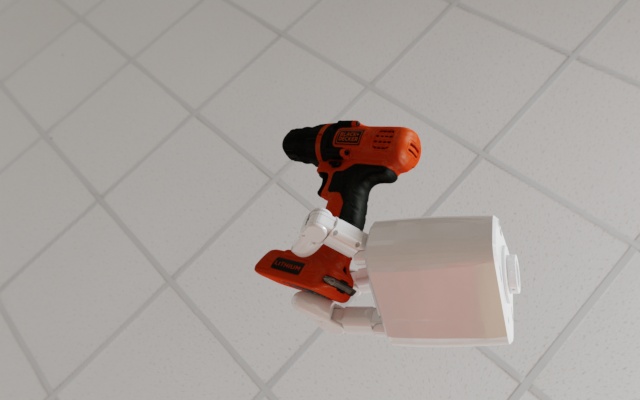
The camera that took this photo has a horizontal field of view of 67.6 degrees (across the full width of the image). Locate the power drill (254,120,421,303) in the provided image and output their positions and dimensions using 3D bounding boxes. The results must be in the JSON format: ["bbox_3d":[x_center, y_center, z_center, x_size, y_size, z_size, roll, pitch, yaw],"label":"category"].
[{"bbox_3d":[0.000,0.002,0.506,0.184,0.187,0.057,8,-18,45],"label":"power drill"}]
